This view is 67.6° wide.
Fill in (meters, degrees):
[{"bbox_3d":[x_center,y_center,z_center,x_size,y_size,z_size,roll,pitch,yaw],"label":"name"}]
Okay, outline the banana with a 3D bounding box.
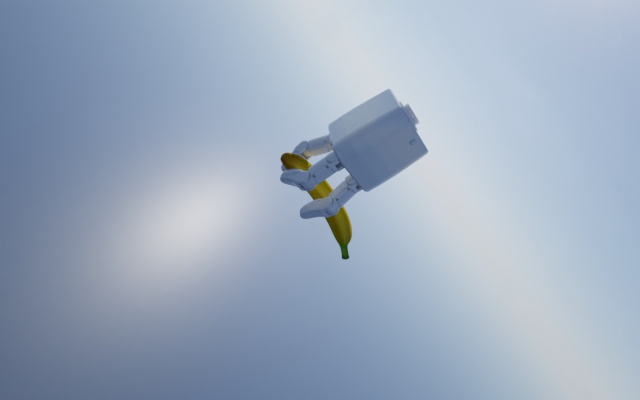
[{"bbox_3d":[0.003,-0.003,0.741,0.037,0.198,0.069,-28,21,15],"label":"banana"}]
